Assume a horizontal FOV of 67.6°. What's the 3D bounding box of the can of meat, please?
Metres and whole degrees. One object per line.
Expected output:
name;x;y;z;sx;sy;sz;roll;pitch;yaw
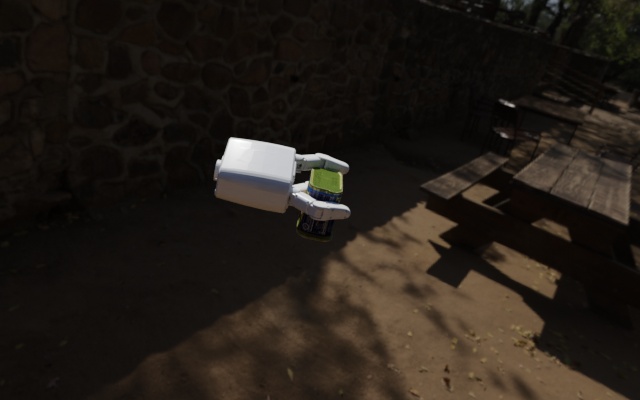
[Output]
can of meat;0.000;0.002;0.750;0.057;0.084;0.102;13;23;-4
